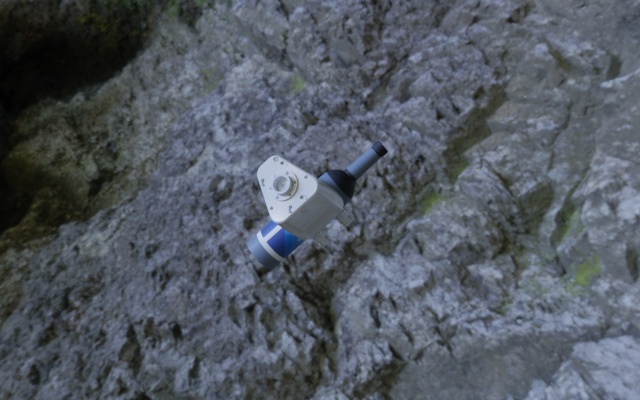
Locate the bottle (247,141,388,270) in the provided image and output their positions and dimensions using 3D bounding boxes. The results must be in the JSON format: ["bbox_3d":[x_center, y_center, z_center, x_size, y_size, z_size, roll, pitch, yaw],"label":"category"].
[{"bbox_3d":[0.000,0.003,0.847,0.296,0.069,0.069,-42,-5,6],"label":"bottle"}]
